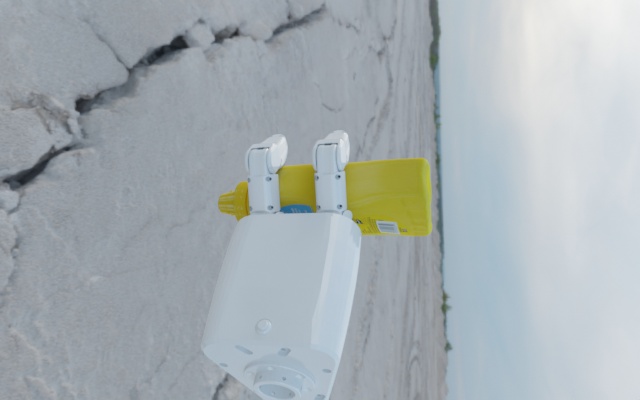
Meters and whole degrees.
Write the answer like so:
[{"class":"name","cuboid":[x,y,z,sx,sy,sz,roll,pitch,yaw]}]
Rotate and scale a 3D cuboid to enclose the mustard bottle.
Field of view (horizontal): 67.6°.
[{"class":"mustard bottle","cuboid":[0.000,0.001,0.424,0.191,0.058,0.096,-2,-20,14]}]
